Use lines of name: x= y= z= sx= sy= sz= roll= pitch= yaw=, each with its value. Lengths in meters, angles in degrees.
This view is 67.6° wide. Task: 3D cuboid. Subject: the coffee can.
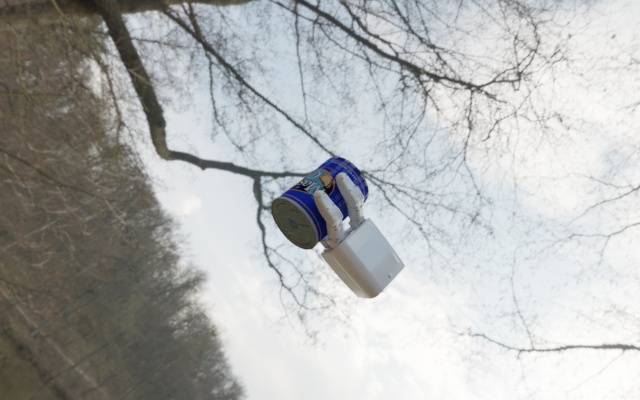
coffee can: x=0.000 y=0.003 z=0.818 sx=0.140 sy=0.103 sz=0.103 roll=-39 pitch=23 yaw=-32
